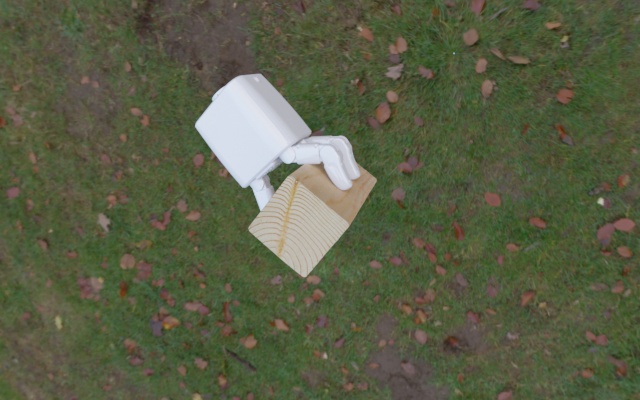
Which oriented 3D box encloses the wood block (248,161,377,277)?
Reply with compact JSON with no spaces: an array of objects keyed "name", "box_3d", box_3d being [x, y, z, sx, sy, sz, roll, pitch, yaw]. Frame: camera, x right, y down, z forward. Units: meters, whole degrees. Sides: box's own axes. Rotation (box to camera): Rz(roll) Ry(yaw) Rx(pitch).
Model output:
[{"name":"wood block","box_3d":[0.000,0.002,0.631,0.090,0.091,0.206,40,23,1]}]
